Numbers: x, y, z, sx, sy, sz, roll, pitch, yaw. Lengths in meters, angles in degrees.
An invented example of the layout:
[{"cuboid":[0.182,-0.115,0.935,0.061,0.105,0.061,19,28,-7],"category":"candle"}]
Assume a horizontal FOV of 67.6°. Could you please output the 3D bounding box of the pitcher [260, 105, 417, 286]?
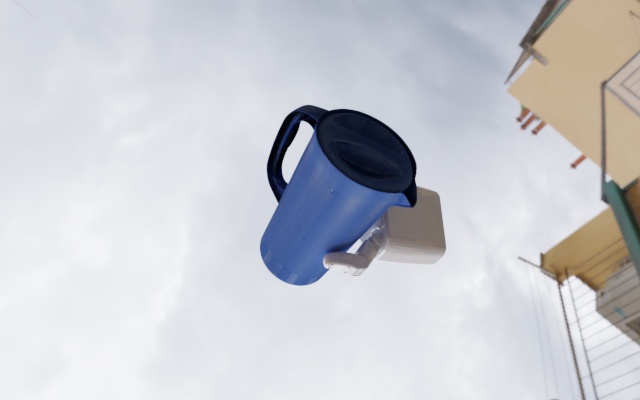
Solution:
[{"cuboid":[0.000,0.002,0.629,0.145,0.149,0.243,8,-42,-26],"category":"pitcher"}]
